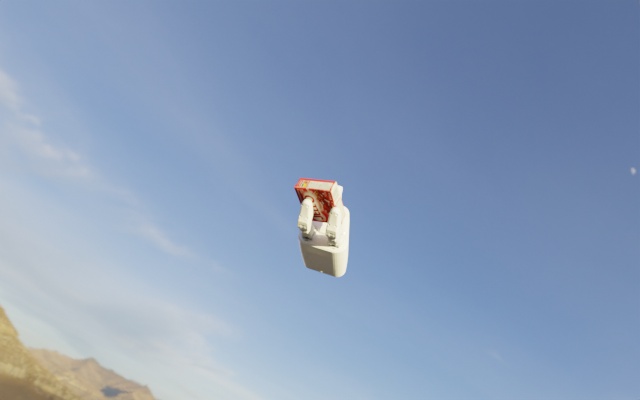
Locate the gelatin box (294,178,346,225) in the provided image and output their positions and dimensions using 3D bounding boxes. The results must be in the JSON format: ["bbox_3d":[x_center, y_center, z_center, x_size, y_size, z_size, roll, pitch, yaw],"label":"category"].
[{"bbox_3d":[0.000,0.002,0.864,0.073,0.089,0.030,7,47,26],"label":"gelatin box"}]
